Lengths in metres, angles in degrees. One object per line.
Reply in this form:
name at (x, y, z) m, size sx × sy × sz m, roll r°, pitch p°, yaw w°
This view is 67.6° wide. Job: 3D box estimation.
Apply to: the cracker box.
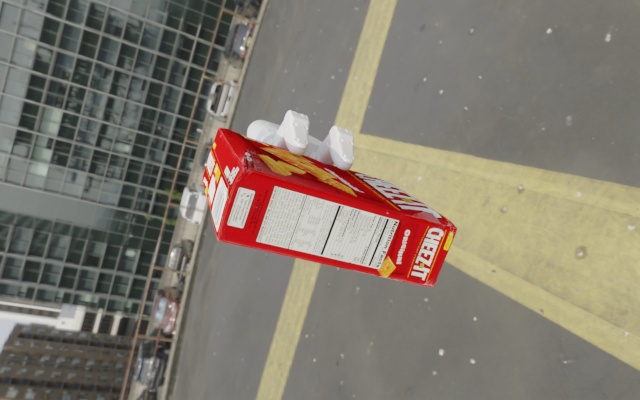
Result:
cracker box at (0.000, 0.002, 0.475) m, size 0.214 × 0.072 × 0.164 m, roll 15°, pitch 14°, yaw -22°
